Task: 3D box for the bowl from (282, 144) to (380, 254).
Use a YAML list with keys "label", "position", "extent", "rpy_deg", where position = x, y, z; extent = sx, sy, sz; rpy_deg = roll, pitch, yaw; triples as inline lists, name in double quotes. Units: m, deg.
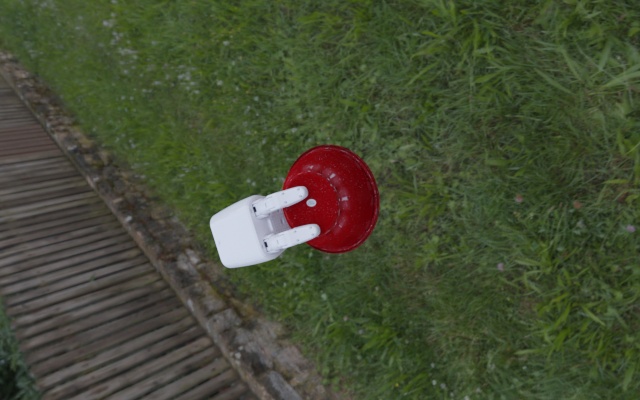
- label: "bowl"
  position: [0.001, 0.002, 0.678]
  extent: [0.162, 0.162, 0.055]
  rpy_deg: [0, 7, 31]
